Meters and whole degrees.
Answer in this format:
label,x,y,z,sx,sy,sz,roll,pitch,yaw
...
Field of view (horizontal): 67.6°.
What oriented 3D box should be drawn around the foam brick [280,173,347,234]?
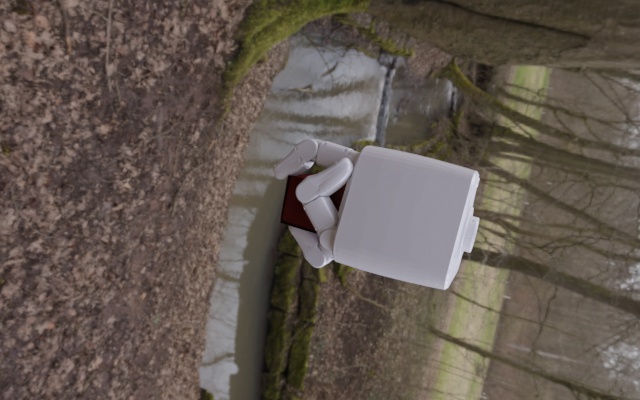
label,x,y,z,sx,sy,sz,roll,pitch,yaw
foam brick,0.000,0.002,0.509,0.051,0.053,0.078,14,11,21
